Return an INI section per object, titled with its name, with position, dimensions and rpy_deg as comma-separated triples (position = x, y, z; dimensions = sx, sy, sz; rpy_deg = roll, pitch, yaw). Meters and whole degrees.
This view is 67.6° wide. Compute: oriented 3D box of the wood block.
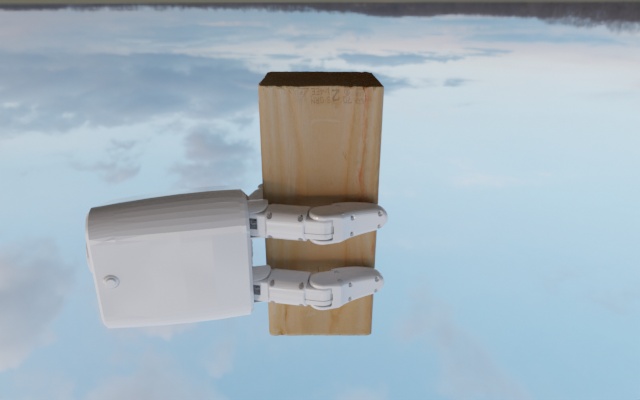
[wood block]
position = 0.000, 0.001, 0.404
dimensions = 0.090, 0.206, 0.090
rpy_deg = 0, 22, -1
